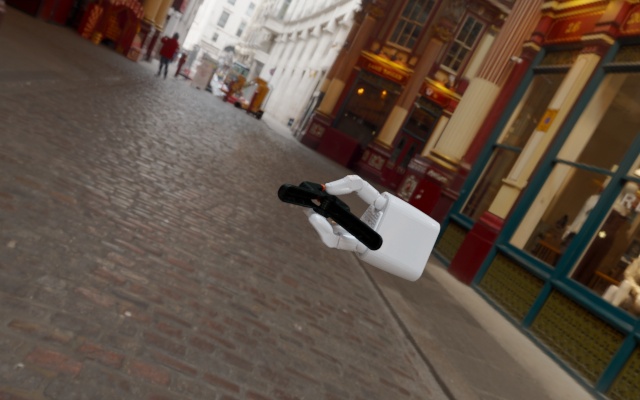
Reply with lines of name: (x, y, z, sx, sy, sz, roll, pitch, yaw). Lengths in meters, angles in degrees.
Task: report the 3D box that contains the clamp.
clamp: (0.001, 0.002, 0.741, 0.164, 0.036, 0.210, 29, 8, -17)
